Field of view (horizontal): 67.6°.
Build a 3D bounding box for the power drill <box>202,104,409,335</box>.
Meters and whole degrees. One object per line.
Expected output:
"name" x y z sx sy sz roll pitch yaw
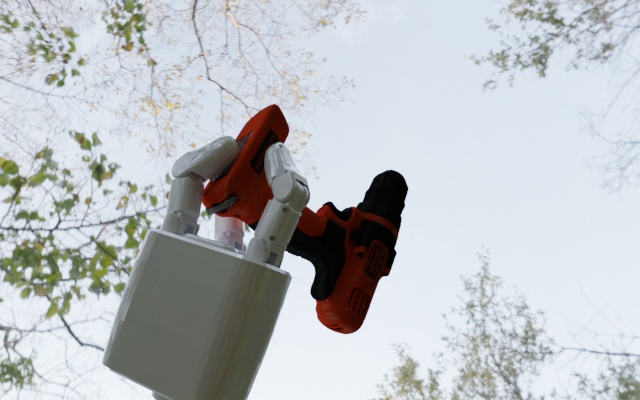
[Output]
"power drill" 0.000 0.001 0.441 0.188 0.184 0.057 40 -36 -22
